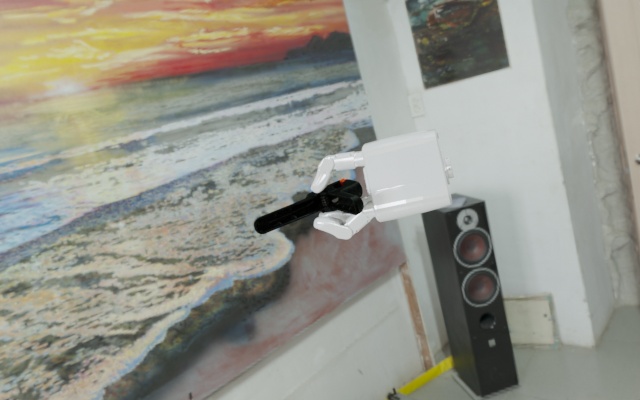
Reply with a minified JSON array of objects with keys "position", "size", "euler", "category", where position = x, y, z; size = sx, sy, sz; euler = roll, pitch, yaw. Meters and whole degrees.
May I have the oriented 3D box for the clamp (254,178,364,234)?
[{"position":[0.000,0.001,0.734],"size":[0.164,0.036,0.210],"euler":[-13,10,16],"category":"clamp"}]
